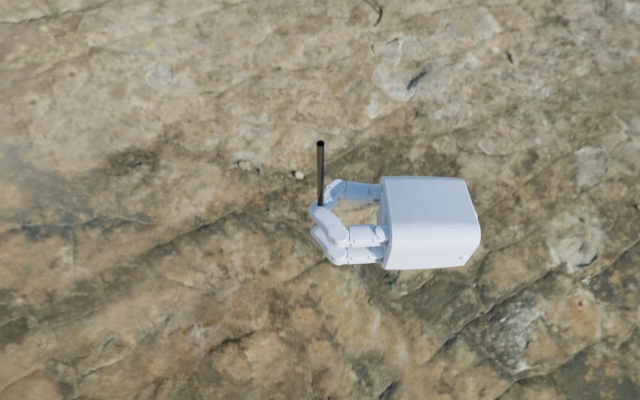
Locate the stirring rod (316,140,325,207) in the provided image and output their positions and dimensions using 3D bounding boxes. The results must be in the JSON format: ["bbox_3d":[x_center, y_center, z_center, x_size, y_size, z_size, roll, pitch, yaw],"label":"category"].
[{"bbox_3d":[0.000,0.002,0.569,0.011,0.011,0.240,0,-28,0],"label":"stirring rod"}]
